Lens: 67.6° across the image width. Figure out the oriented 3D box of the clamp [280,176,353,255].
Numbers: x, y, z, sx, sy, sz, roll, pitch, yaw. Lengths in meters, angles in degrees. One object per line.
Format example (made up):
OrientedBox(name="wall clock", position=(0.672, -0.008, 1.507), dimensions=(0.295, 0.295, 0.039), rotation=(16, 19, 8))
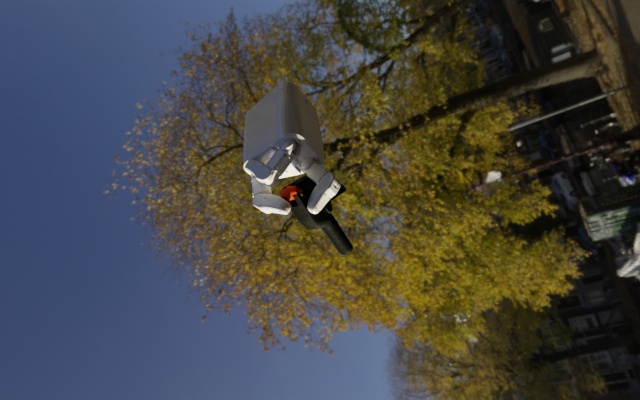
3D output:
OrientedBox(name="clamp", position=(0.000, 0.003, 0.726), dimensions=(0.039, 0.120, 0.171), rotation=(-21, -35, 22))
